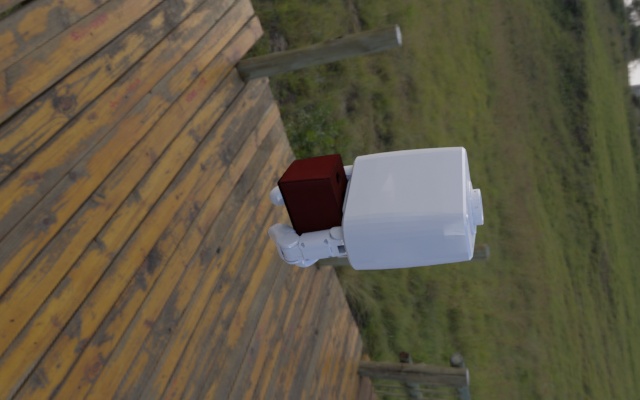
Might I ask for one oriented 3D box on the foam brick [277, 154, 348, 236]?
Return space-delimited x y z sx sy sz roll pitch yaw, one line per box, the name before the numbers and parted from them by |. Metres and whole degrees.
foam brick | 0.000 0.001 0.463 0.051 0.078 0.053 -7 29 20
